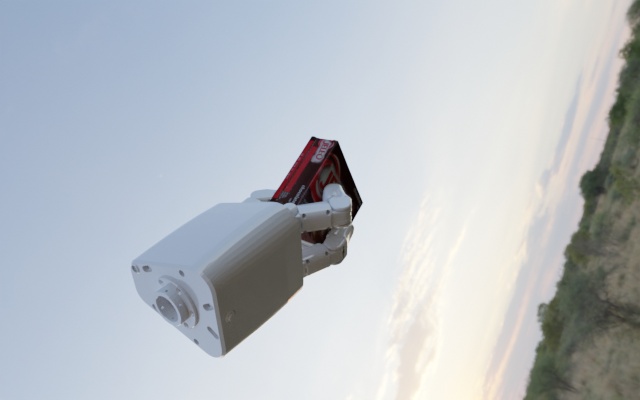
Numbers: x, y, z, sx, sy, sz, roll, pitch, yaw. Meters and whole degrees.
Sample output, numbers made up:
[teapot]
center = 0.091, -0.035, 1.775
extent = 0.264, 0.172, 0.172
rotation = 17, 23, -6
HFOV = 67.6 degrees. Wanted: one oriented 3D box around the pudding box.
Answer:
[pudding box]
center = 0.000, 0.002, 0.510
extent = 0.039, 0.090, 0.114
rotation = 18, -27, 29
